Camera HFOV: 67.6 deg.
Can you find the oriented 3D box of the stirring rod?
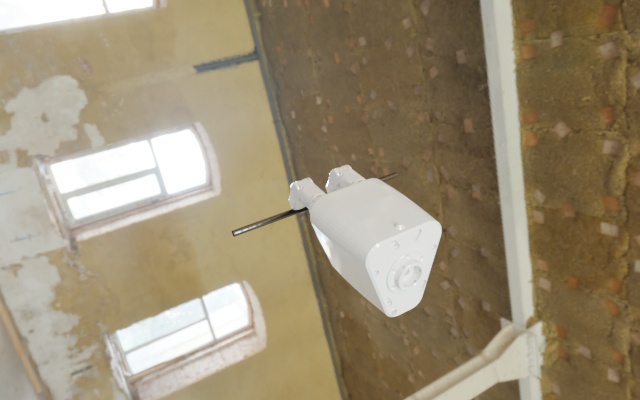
[{"bbox_3d":[0.000,0.002,0.615,0.239,0.011,0.011,-20,8,-23],"label":"stirring rod"}]
